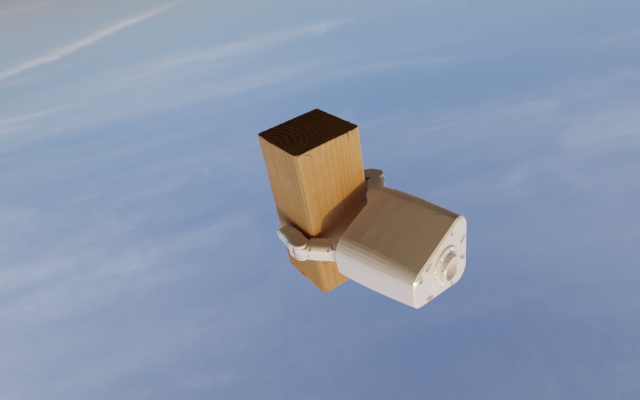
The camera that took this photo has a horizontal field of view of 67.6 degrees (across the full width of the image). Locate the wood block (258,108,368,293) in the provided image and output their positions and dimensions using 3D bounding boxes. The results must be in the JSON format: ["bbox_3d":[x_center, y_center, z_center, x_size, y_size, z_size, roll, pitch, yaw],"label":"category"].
[{"bbox_3d":[0.000,0.002,0.610,0.091,0.206,0.090,-28,37,-24],"label":"wood block"}]
